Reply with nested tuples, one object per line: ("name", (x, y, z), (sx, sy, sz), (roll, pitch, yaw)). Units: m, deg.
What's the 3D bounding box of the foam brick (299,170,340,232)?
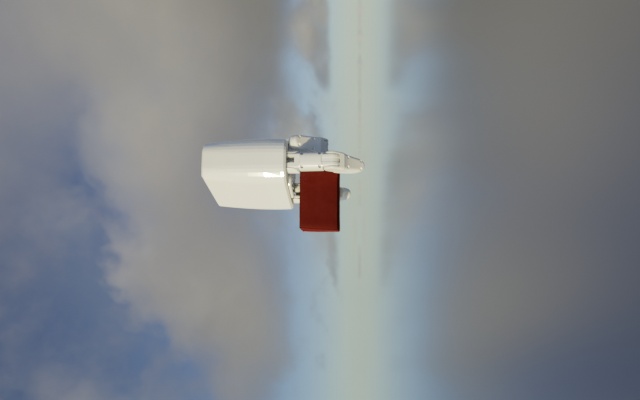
("foam brick", (0.000, 0.002, 0.625), (0.051, 0.078, 0.053), (0, -9, 2))
